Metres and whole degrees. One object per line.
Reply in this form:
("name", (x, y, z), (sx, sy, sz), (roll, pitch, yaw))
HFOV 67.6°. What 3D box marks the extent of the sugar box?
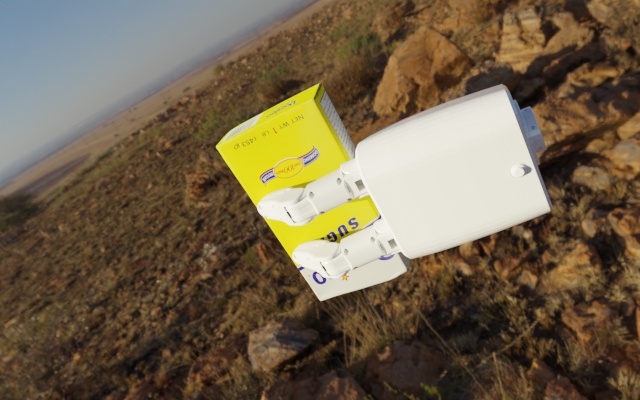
("sugar box", (0.000, 0.001, 0.408), (0.093, 0.176, 0.048), (-22, 23, 21))
